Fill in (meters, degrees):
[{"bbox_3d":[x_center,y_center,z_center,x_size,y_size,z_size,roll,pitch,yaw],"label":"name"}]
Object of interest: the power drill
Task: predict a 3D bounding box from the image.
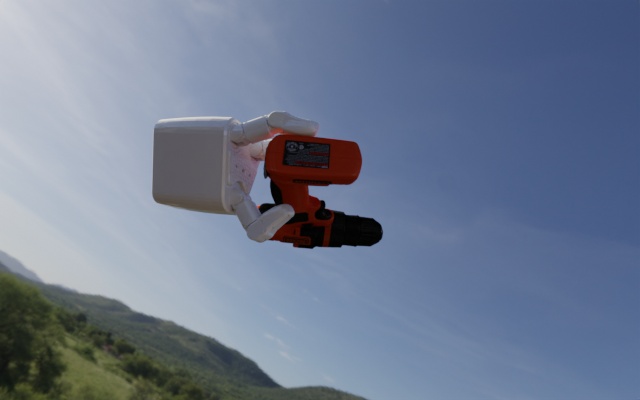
[{"bbox_3d":[0.000,0.002,0.592,0.184,0.057,0.188,4,-34,-4],"label":"power drill"}]
